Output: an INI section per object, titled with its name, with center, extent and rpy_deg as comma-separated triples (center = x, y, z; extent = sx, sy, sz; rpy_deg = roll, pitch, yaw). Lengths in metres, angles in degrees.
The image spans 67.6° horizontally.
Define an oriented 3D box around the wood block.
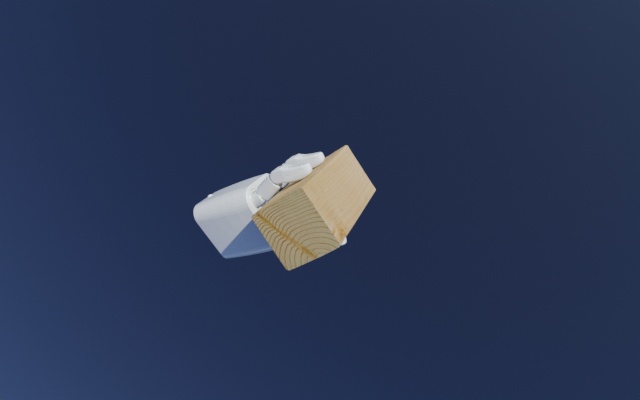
[wood block]
center = 0.000, 0.003, 0.690
extent = 0.090, 0.091, 0.206
rpy_deg = -29, 9, 27
